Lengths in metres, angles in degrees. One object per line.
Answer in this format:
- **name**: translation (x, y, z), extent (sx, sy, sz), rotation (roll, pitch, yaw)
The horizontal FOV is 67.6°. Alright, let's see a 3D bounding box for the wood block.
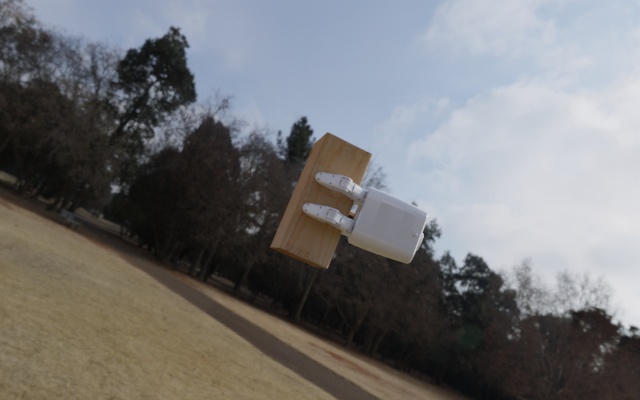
- **wood block**: translation (0.000, 0.003, 0.816), extent (0.090, 0.206, 0.091), rotation (25, -11, -11)
